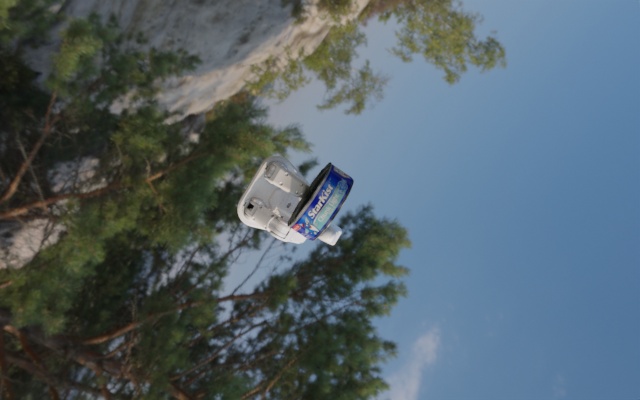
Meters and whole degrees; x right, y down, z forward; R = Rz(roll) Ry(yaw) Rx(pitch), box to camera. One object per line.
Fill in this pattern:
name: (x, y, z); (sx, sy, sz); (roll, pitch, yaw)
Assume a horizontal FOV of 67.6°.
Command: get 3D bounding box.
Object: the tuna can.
tuna can: (0.001, 0.002, 0.533); (0.034, 0.086, 0.086); (34, -5, -7)
